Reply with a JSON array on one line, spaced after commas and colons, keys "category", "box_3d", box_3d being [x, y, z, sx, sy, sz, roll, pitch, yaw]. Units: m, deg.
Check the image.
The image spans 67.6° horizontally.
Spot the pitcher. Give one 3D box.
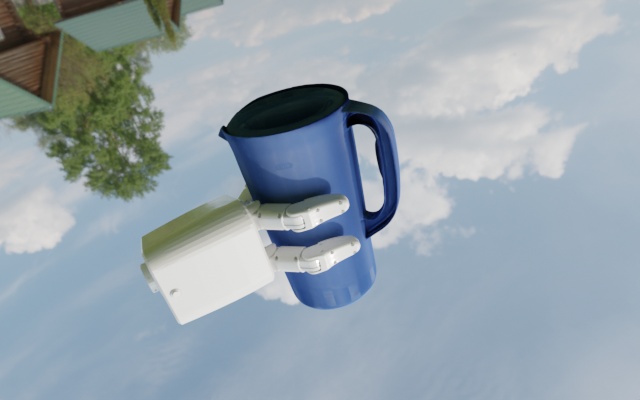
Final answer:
[{"category": "pitcher", "box_3d": [0.000, 0.002, 0.534, 0.145, 0.243, 0.149, -27, 31, -18]}]
